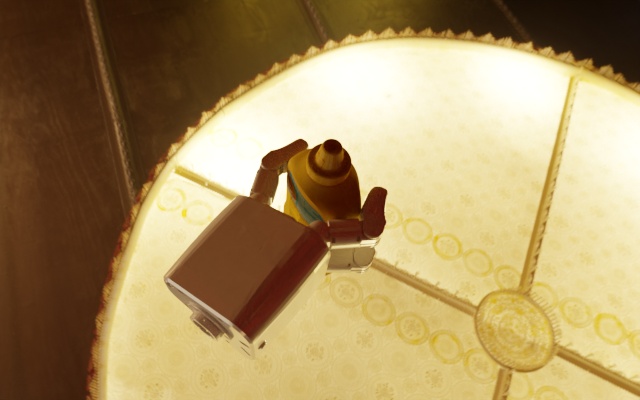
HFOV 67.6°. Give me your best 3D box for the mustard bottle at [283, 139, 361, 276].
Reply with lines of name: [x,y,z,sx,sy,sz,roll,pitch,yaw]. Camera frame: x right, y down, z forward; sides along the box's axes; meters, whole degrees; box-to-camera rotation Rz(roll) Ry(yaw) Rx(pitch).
mustard bottle: [0.000,0.002,0.491,0.058,0.096,0.192,-25,-24,-19]
